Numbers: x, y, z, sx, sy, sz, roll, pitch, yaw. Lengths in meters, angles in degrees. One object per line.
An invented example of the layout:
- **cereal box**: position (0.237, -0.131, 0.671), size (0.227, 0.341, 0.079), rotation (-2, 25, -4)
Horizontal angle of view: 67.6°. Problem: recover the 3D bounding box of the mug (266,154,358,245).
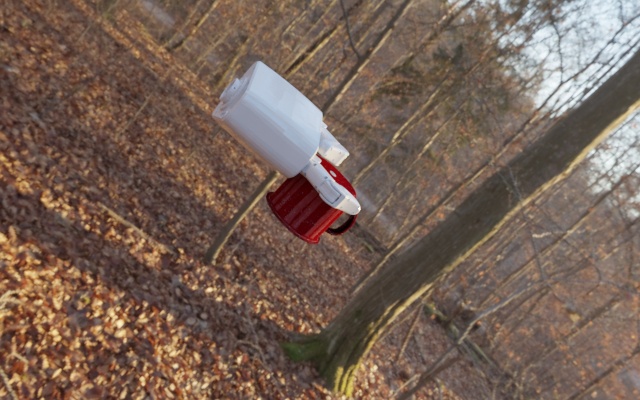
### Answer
- **mug**: position (0.001, 0.003, 0.617), size (0.117, 0.081, 0.093), rotation (38, 15, -25)
